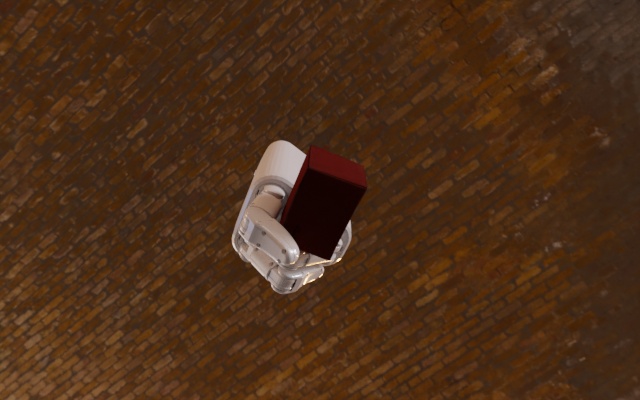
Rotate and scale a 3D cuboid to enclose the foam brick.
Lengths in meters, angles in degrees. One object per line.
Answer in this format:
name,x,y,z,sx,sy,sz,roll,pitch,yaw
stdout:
foam brick,0.000,0.001,0.413,0.053,0.078,0.051,22,27,-8
